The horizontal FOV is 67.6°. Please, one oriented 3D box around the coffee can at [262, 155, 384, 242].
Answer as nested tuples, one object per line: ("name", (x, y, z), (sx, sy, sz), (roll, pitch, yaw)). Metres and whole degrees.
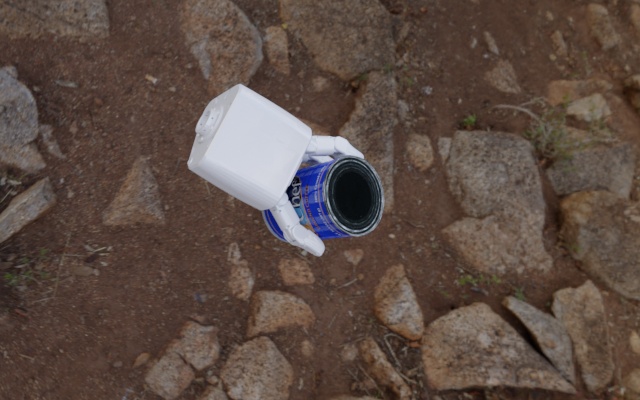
("coffee can", (0.000, 0.002, 0.645), (0.103, 0.103, 0.140), (0, -7, -39))
